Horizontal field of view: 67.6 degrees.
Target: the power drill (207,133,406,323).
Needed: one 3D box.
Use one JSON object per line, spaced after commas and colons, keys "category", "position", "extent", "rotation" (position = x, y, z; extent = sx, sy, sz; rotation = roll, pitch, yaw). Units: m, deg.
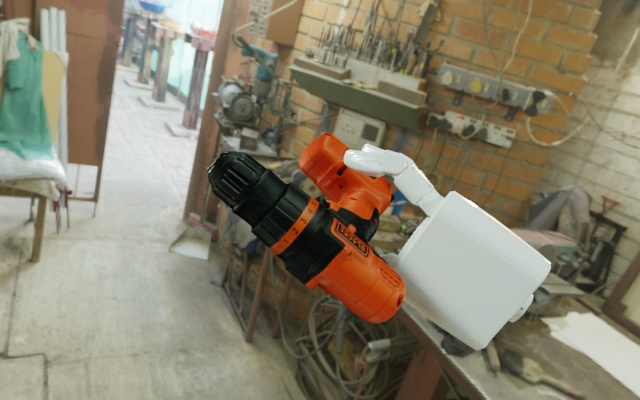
{"category": "power drill", "position": [0.000, 0.001, 0.433], "extent": [0.057, 0.184, 0.187], "rotation": [-44, 10, 26]}
